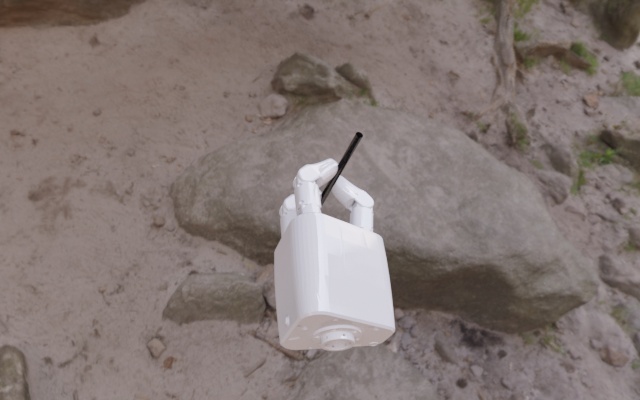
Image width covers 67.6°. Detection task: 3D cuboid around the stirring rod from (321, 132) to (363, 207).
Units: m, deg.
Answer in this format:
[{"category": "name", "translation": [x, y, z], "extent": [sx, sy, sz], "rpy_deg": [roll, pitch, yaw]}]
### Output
[{"category": "stirring rod", "translation": [0.000, 0.002, 0.584], "extent": [0.011, 0.011, 0.240], "rpy_deg": [0, -36, -24]}]
